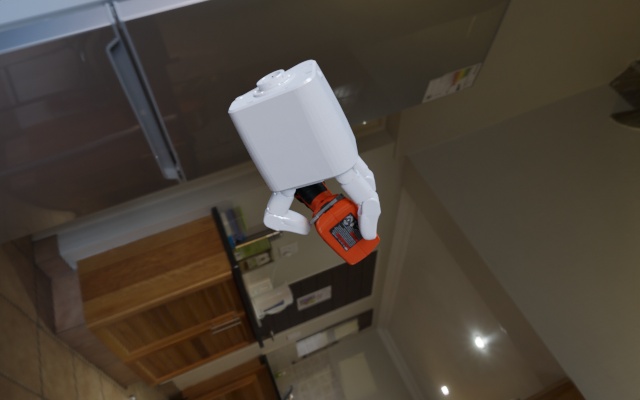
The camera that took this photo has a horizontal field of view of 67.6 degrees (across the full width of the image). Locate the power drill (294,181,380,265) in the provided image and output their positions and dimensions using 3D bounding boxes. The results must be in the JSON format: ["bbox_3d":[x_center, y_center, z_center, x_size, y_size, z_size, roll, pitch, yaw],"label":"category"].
[{"bbox_3d":[0.000,0.002,0.649,0.187,0.057,0.184,47,0,44],"label":"power drill"}]
